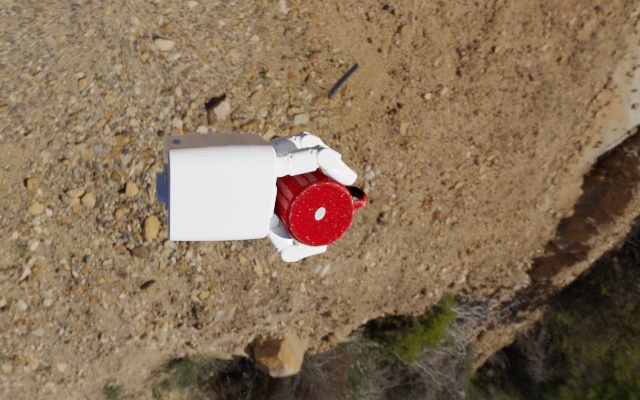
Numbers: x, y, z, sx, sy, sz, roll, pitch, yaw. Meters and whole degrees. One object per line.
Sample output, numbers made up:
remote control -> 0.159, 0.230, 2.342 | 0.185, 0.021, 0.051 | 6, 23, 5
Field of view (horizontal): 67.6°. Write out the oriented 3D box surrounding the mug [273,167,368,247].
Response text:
mug -> 0.002, 0.002, 0.566 | 0.117, 0.093, 0.081 | -4, 23, -19
